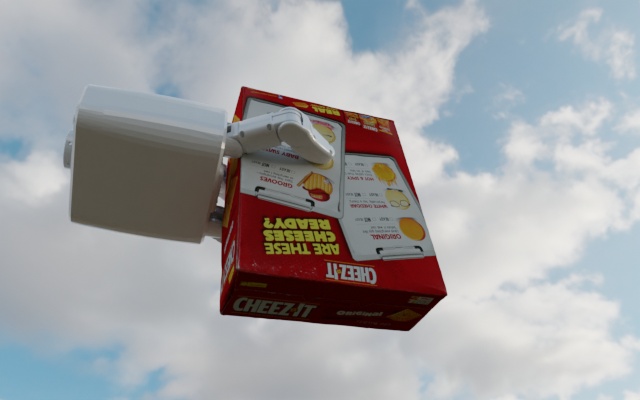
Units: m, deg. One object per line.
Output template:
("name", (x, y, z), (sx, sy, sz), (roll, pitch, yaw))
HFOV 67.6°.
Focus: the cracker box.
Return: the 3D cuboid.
("cracker box", (0.000, 0.001, 0.425), (0.164, 0.213, 0.072), (10, -44, -18))
